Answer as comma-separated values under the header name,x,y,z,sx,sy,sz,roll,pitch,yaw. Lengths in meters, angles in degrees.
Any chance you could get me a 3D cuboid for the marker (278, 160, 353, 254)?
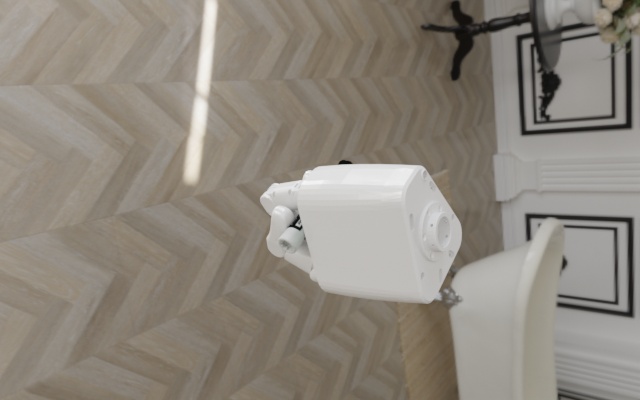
name,x,y,z,sx,sy,sz,roll,pitch,yaw
marker,0.000,0.001,0.453,0.020,0.020,0.121,0,40,40
